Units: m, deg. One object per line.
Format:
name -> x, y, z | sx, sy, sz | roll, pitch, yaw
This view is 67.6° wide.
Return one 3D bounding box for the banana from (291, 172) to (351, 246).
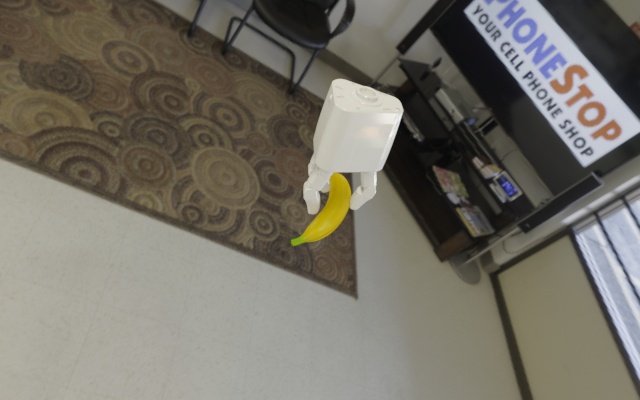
banana -> 0.016, 0.007, 0.805 | 0.069, 0.037, 0.197 | 7, 37, 21
